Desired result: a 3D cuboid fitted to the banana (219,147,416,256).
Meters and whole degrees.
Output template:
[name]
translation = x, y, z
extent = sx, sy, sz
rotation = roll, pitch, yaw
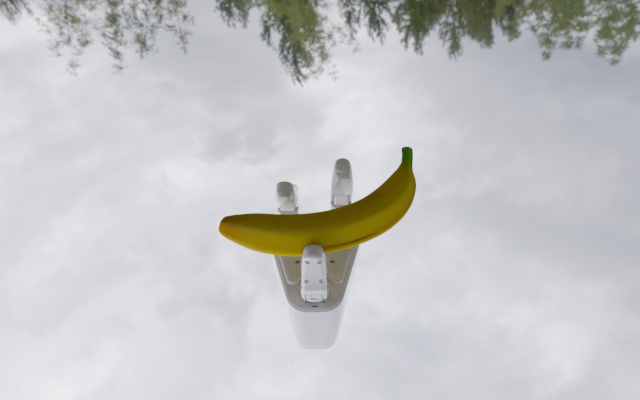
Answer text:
[banana]
translation = 0.011, 0.014, 0.432
extent = 0.198, 0.069, 0.037
rotation = -21, -32, -14
